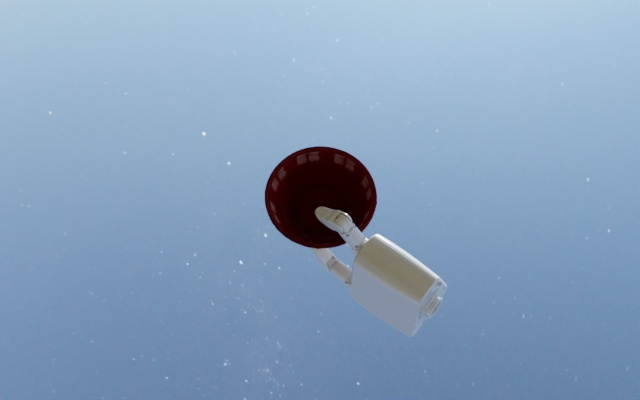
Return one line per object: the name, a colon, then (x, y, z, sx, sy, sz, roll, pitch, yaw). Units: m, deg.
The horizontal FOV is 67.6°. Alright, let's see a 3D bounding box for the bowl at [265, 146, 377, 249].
bowl: (-0.001, 0.001, 0.707, 0.162, 0.162, 0.055, 0, -24, -1)
